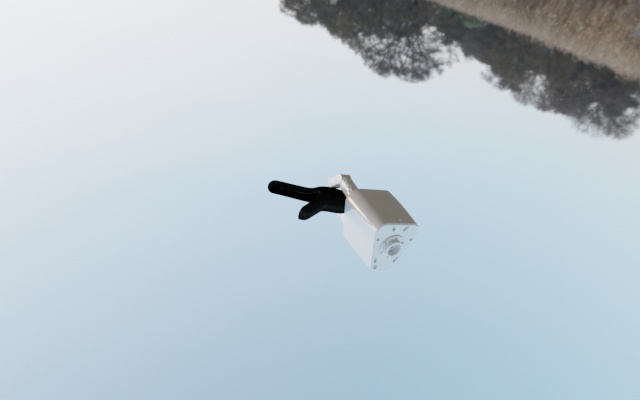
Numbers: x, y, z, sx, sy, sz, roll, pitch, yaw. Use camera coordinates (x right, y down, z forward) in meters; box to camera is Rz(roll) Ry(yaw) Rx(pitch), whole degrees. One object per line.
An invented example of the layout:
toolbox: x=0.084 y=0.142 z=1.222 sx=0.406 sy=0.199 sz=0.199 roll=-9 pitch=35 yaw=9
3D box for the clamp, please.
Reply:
clamp: x=0.000 y=0.003 z=0.864 sx=0.171 sy=0.039 sz=0.120 roll=3 pitch=32 yaw=-30
